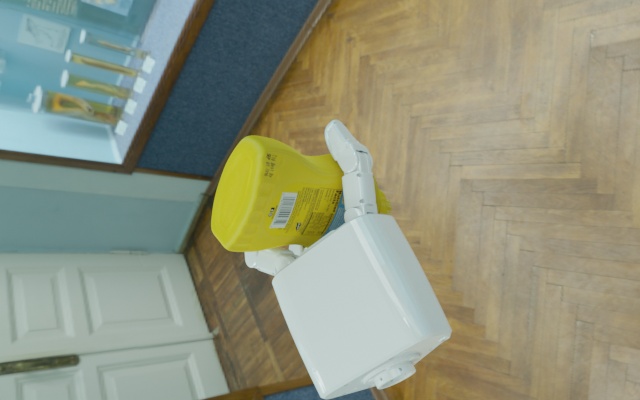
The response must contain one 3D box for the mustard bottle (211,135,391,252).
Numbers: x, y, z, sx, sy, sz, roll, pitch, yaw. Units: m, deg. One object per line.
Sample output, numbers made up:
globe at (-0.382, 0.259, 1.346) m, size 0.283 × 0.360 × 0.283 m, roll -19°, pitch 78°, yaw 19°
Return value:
mustard bottle at (0.000, 0.001, 0.446) m, size 0.191 × 0.096 × 0.058 m, roll 6°, pitch 23°, yaw -42°
